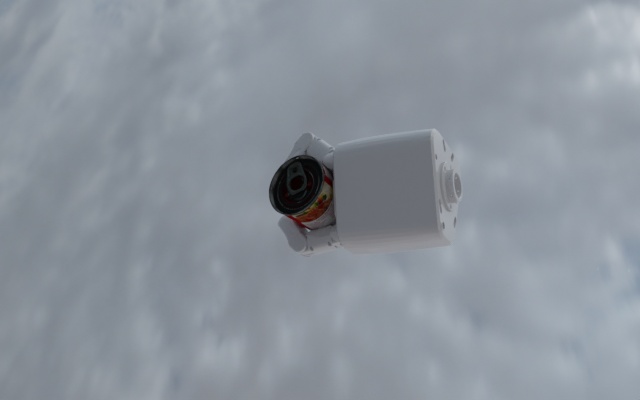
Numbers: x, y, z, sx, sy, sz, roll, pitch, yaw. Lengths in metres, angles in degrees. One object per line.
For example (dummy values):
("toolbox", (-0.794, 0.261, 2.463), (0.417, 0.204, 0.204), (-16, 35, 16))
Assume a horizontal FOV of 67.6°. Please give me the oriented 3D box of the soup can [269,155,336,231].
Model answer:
("soup can", (0.000, 0.002, 0.530), (0.068, 0.068, 0.102), (0, -22, 34))
